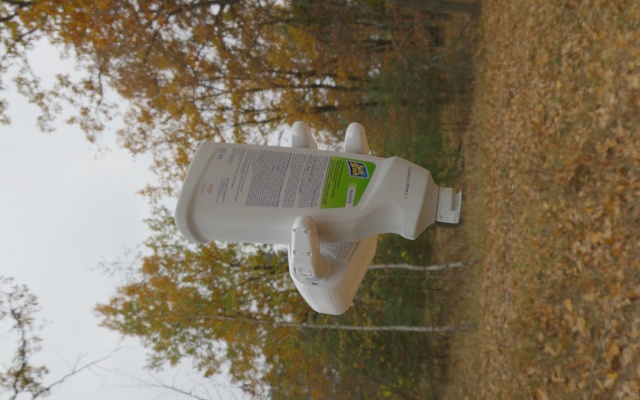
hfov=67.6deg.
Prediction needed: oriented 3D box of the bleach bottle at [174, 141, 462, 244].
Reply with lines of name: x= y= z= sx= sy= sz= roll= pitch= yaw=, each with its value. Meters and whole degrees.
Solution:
bleach bottle: x=0.000 y=0.001 z=0.445 sx=0.251 sy=0.102 sz=0.068 roll=5 pitch=-27 yaw=12
